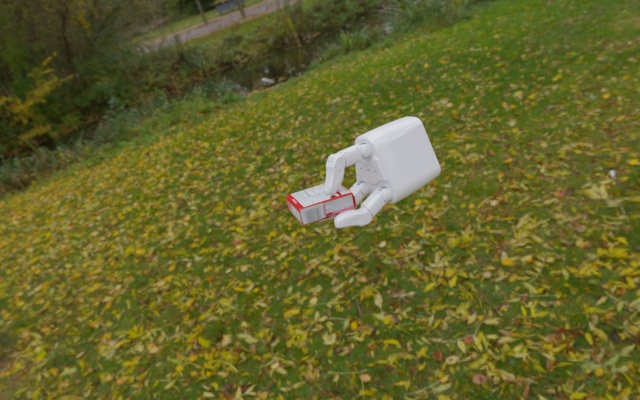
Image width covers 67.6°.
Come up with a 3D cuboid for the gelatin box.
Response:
[{"bbox_3d":[0.000,0.002,0.736,0.089,0.030,0.073,-17,23,-15],"label":"gelatin box"}]
